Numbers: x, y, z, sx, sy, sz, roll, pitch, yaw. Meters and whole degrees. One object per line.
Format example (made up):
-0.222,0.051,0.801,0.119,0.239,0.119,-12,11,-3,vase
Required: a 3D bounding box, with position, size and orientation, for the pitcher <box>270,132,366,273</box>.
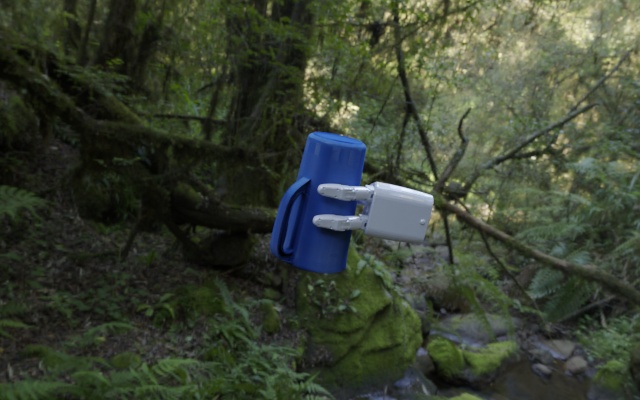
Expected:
0.000,0.003,0.874,0.145,0.243,0.149,11,14,-1,pitcher
